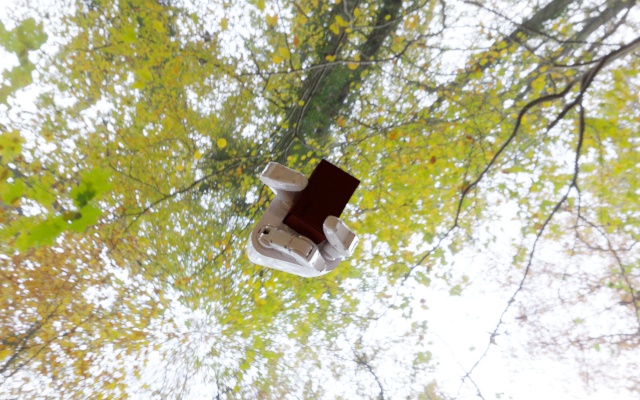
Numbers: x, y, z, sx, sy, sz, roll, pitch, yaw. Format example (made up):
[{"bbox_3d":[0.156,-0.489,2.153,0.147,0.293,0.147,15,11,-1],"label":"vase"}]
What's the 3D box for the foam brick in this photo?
[{"bbox_3d":[0.000,0.002,0.549,0.053,0.078,0.051,33,-20,-4],"label":"foam brick"}]
